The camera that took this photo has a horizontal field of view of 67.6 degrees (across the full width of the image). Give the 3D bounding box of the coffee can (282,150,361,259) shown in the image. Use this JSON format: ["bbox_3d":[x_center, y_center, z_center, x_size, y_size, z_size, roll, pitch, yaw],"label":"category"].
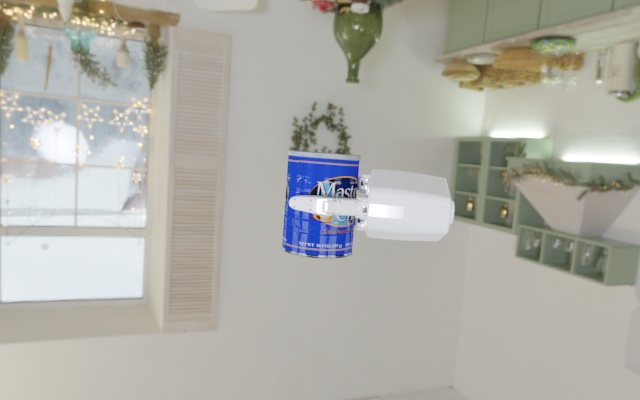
[{"bbox_3d":[0.000,0.002,0.677,0.103,0.140,0.103,4,6,0],"label":"coffee can"}]
